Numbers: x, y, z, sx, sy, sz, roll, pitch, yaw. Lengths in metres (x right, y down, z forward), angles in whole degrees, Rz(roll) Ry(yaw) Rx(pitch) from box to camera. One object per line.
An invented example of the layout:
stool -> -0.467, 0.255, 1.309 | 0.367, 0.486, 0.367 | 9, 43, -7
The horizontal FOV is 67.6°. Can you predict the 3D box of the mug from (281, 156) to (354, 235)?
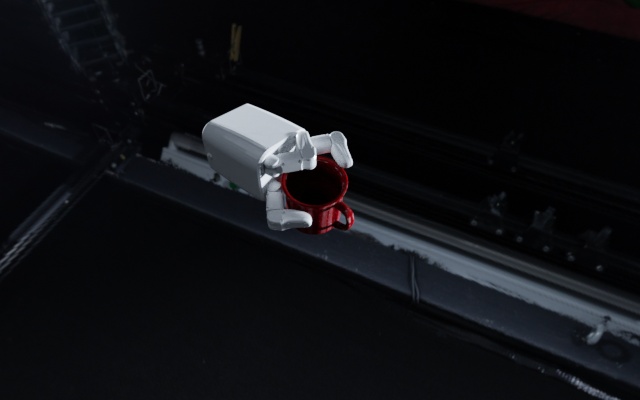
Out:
mug -> 0.001, 0.003, 0.689 | 0.117, 0.093, 0.082 | 33, -30, 20
